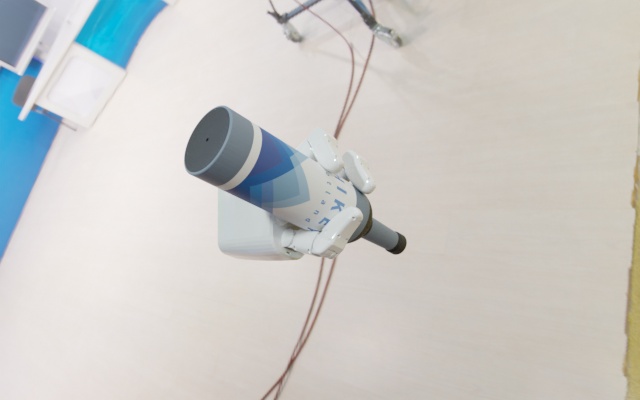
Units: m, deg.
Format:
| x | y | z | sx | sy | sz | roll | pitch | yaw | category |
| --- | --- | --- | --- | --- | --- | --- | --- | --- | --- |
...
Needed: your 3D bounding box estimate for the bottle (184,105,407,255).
| x | y | z | sx | sy | sz | roll | pitch | yaw | category |
| --- | --- | --- | --- | --- | --- | --- | --- | --- | --- |
| 0.000 | 0.002 | 0.503 | 0.069 | 0.069 | 0.296 | 0 | -21 | 45 | bottle |
